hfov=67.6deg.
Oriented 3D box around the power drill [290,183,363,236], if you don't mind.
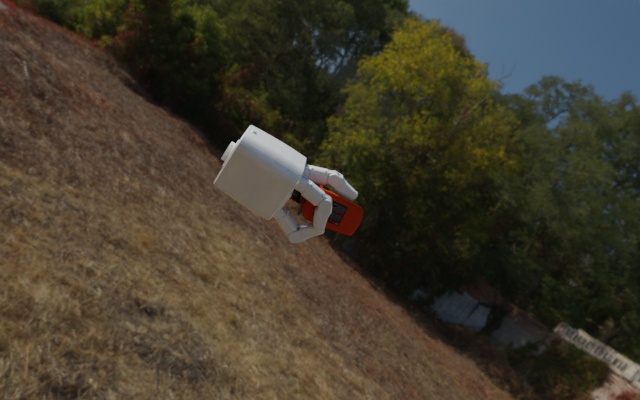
[{"bbox_3d":[0.000,0.003,0.849,0.184,0.057,0.187,22,4,-26],"label":"power drill"}]
